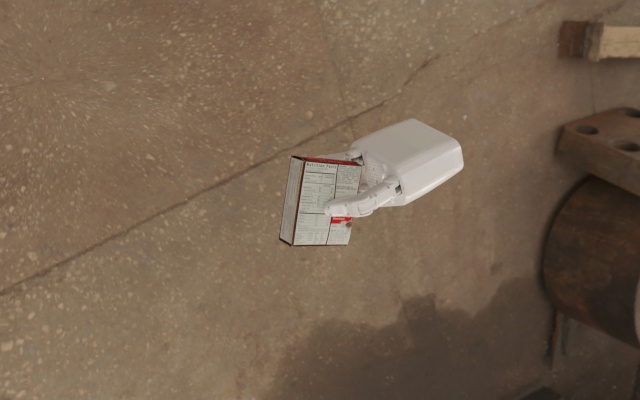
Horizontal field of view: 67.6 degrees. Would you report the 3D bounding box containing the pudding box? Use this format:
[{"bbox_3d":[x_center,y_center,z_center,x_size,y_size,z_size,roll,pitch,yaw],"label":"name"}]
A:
[{"bbox_3d":[0.000,0.002,0.610,0.090,0.113,0.039,3,10,-32],"label":"pudding box"}]
